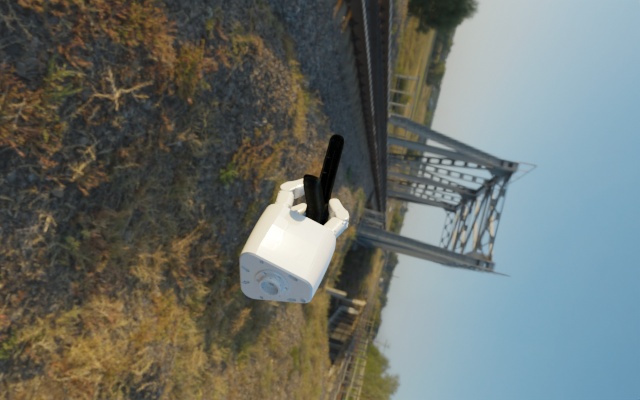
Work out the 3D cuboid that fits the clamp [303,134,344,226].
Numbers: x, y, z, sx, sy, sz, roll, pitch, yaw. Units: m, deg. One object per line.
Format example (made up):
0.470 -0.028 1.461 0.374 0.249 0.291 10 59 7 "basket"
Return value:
0.001 0.003 0.789 0.036 0.210 0.164 15 40 11 "clamp"
